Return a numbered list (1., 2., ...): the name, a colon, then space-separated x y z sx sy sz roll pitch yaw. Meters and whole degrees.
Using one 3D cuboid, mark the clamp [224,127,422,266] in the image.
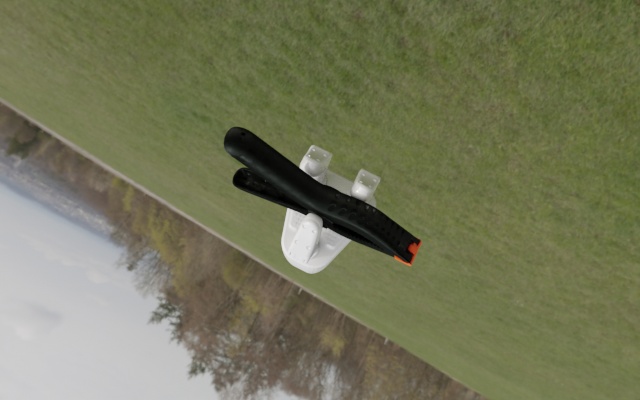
1. clamp: 0.000 0.002 0.451 0.210 0.036 0.164 26 -11 4
